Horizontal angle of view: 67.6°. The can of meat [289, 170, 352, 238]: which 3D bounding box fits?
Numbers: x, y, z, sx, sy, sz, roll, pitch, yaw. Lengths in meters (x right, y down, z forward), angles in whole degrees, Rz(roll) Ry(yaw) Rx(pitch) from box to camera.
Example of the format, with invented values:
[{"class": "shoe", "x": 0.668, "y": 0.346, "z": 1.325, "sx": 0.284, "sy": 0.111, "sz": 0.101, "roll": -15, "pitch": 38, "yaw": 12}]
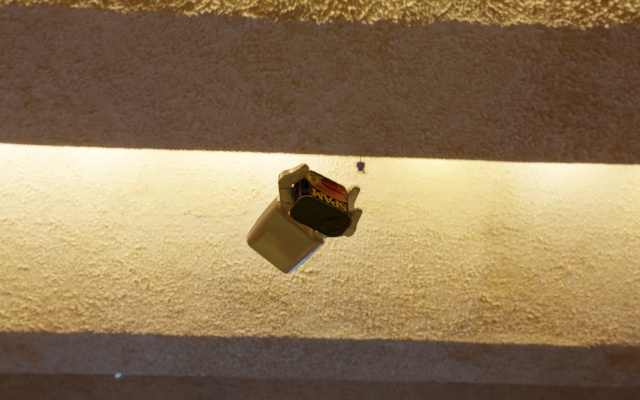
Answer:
[{"class": "can of meat", "x": 0.000, "y": 0.002, "z": 0.807, "sx": 0.102, "sy": 0.057, "sz": 0.084, "roll": 27, "pitch": 33, "yaw": -20}]
